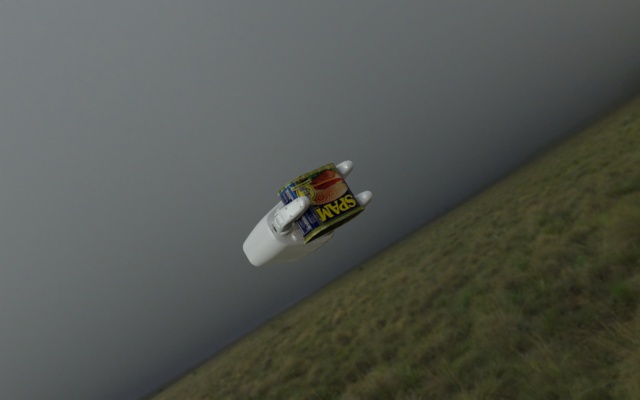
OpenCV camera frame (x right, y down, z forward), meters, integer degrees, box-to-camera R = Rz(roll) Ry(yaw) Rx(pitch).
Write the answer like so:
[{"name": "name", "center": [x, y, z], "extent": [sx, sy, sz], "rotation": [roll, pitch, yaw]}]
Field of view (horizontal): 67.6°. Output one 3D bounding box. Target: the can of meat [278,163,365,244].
[{"name": "can of meat", "center": [0.000, 0.002, 0.692], "extent": [0.102, 0.084, 0.057], "rotation": [-25, -12, -35]}]
